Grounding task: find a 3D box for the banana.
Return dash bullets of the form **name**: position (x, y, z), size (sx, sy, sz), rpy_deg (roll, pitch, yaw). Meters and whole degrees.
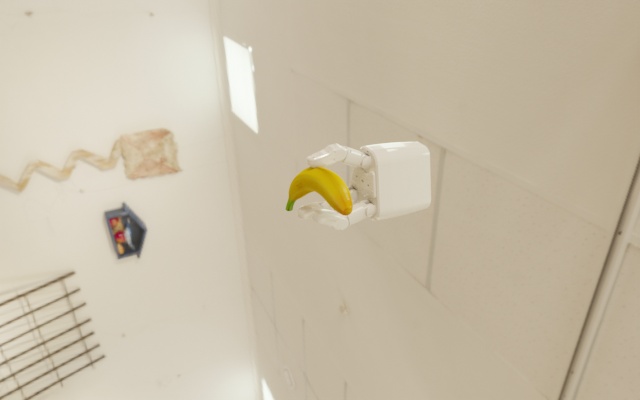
- **banana**: position (-0.003, -0.016, 0.702), size (0.037, 0.069, 0.198), rpy_deg (-5, 3, -25)
